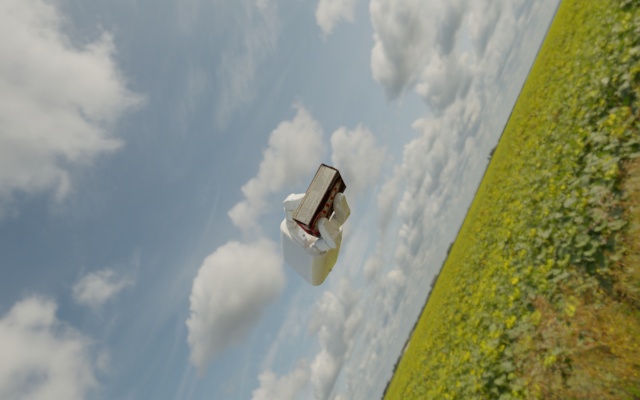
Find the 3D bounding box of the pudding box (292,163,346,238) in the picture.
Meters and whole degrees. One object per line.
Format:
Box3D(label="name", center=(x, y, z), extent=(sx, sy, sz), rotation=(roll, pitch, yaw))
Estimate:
Box3D(label="pudding box", center=(0.000, 0.003, 0.840), extent=(0.039, 0.113, 0.090), rotation=(23, -11, 17))
